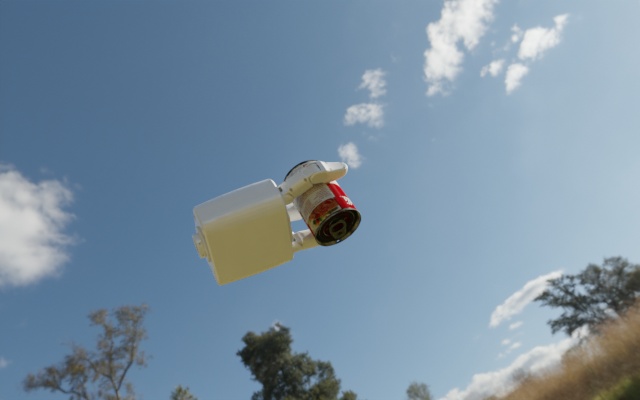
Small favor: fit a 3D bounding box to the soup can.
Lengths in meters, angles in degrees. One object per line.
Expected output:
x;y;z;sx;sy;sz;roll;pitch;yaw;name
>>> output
0.000;0.002;0.644;0.068;0.068;0.102;0;42;-39;soup can
